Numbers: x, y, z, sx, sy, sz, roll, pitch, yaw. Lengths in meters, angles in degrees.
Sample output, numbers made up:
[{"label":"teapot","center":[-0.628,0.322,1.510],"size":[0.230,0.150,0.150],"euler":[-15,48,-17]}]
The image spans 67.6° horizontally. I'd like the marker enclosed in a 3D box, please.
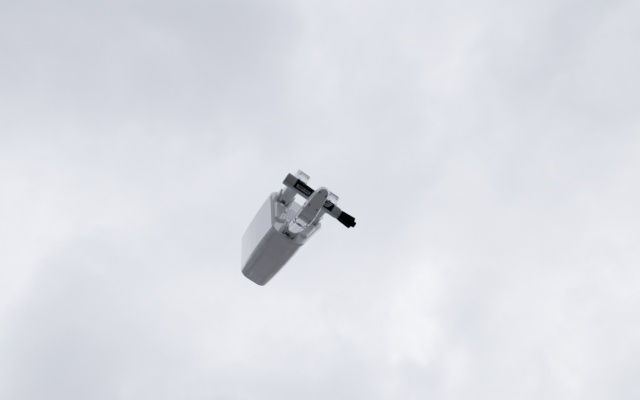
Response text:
[{"label":"marker","center":[0.000,0.002,0.676],"size":[0.121,0.020,0.020],"euler":[35,-6,-9]}]
